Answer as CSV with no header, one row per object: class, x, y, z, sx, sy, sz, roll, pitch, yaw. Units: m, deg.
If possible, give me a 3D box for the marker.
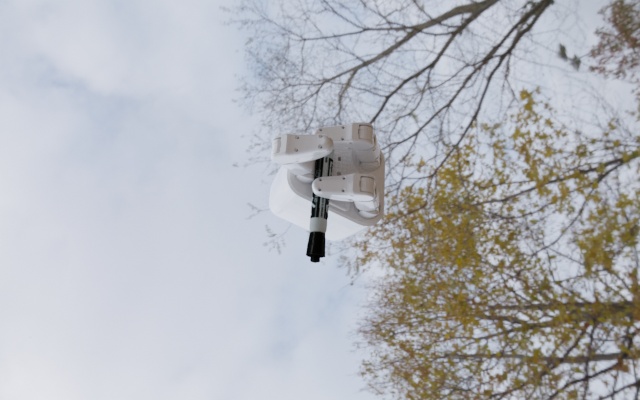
marker,0.000,0.002,0.474,0.020,0.121,0.020,5,-18,2
